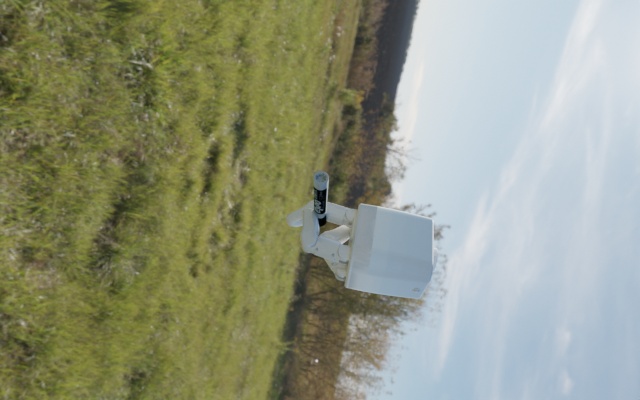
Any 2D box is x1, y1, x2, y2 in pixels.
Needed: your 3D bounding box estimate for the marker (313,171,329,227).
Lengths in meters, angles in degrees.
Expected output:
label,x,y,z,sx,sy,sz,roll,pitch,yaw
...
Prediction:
label,x,y,z,sx,sy,sz,roll,pitch,yaw
marker,0.000,0.002,0.624,0.020,0.020,0.121,0,-30,-1
